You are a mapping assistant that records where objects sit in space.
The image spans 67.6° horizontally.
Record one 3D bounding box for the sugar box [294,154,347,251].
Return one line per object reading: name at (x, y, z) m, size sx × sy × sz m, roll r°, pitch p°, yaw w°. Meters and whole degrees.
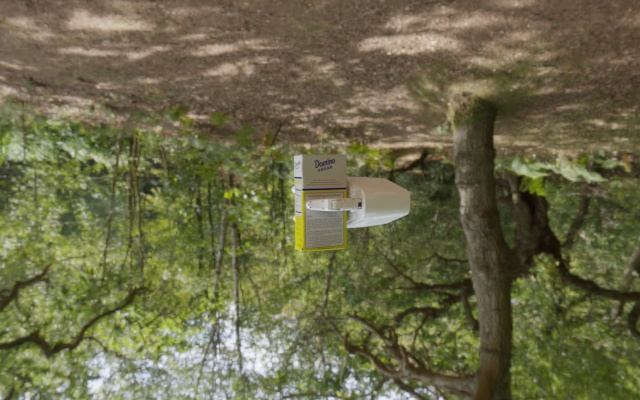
sugar box at (0.000, 0.003, 0.885) m, size 0.093 × 0.176 × 0.048 m, roll -1°, pitch 2°, yaw -25°
